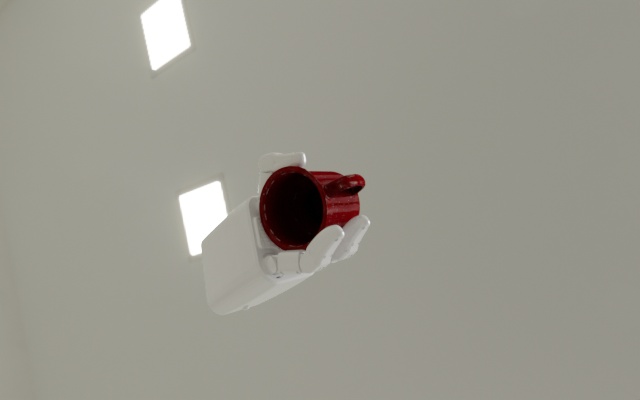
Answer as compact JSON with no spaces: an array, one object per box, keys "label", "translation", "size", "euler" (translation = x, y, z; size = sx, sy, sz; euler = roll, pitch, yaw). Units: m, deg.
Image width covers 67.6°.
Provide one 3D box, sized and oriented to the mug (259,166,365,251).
[{"label":"mug","translation":[0.001,0.001,0.535],"size":[0.117,0.093,0.081],"euler":[-34,-16,32]}]
